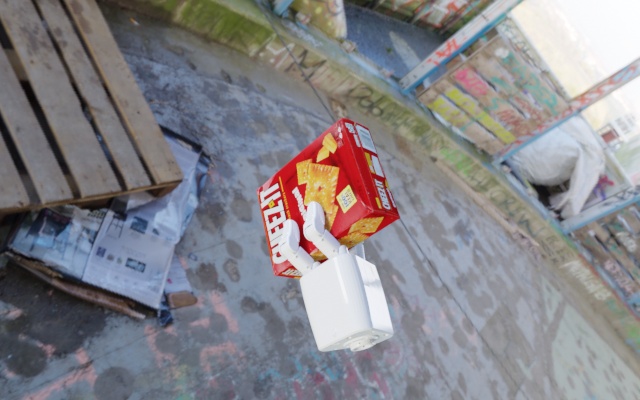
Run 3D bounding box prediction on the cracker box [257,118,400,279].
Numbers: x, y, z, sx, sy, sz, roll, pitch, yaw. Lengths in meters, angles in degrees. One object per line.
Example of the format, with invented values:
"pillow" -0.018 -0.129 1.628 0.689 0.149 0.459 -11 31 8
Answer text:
"cracker box" 0.000 0.002 0.731 0.072 0.164 0.214 15 -40 -43
